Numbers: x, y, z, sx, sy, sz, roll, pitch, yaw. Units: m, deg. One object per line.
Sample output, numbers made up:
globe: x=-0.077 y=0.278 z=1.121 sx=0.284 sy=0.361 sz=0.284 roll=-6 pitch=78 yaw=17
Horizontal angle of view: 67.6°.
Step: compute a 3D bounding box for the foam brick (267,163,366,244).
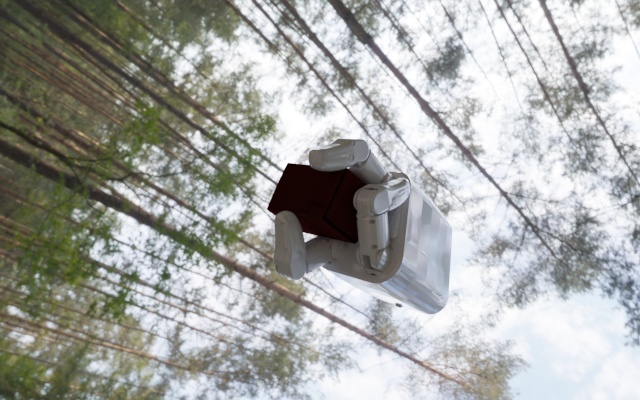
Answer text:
foam brick: x=0.000 y=0.001 z=0.438 sx=0.078 sy=0.053 sz=0.051 roll=9 pitch=-21 yaw=45
